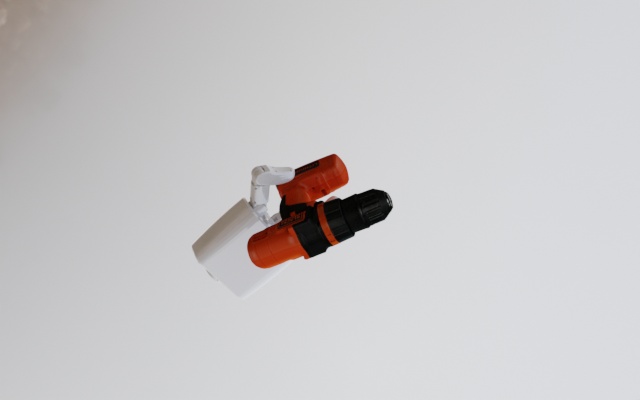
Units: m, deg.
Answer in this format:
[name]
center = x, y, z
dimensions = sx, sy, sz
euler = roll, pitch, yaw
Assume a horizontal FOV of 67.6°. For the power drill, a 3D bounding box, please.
[power drill]
center = 0.000, 0.002, 0.627
dimensions = 0.184, 0.057, 0.187
euler = -21, 22, 12
